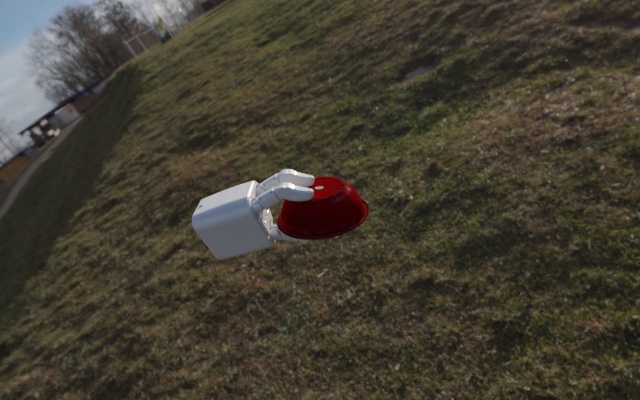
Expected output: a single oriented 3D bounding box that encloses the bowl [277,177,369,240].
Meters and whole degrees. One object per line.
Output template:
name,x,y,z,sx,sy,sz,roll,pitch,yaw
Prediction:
bowl,0.001,0.002,0.816,0.162,0.055,0.162,-8,26,4
